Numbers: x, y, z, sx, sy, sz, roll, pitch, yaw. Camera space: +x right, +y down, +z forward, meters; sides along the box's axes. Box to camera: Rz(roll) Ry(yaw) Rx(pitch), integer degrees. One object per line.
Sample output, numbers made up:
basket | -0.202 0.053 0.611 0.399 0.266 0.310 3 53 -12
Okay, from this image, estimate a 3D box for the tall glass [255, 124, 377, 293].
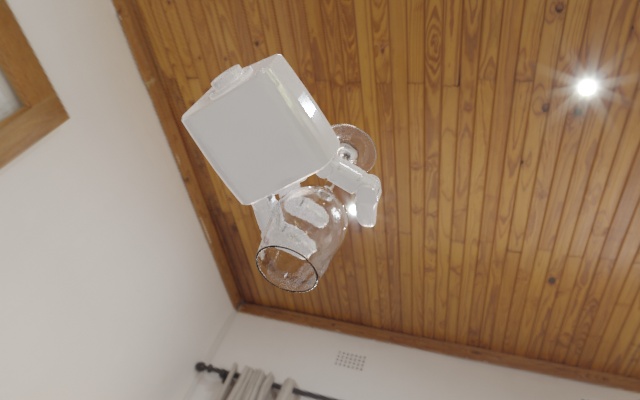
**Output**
tall glass | 0.000 0.001 0.506 0.079 0.079 0.201 0 39 24
